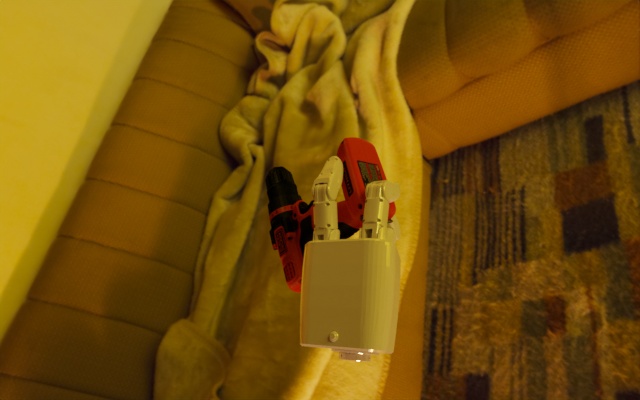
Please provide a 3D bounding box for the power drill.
[{"bbox_3d":[0.000,0.002,0.605,0.057,0.184,0.188,4,-31,-39],"label":"power drill"}]
